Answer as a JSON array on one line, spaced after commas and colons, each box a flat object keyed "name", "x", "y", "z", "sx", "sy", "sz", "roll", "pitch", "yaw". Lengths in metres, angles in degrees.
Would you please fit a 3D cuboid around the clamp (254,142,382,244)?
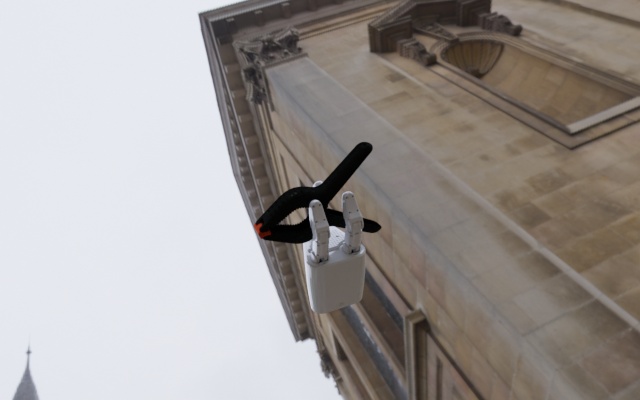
[{"name": "clamp", "x": -0.001, "y": 0.002, "z": 0.731, "sx": 0.210, "sy": 0.165, "sz": 0.036, "roll": -14, "pitch": 31, "yaw": -18}]
